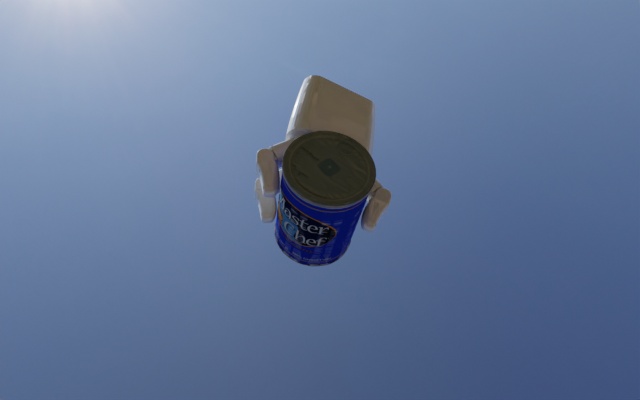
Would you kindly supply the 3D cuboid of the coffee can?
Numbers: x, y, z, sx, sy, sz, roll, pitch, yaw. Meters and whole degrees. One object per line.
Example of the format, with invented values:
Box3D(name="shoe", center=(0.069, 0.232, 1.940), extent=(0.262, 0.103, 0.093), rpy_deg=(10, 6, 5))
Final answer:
Box3D(name="coffee can", center=(0.000, 0.002, 0.569), extent=(0.103, 0.102, 0.140), rpy_deg=(0, -34, -10))
